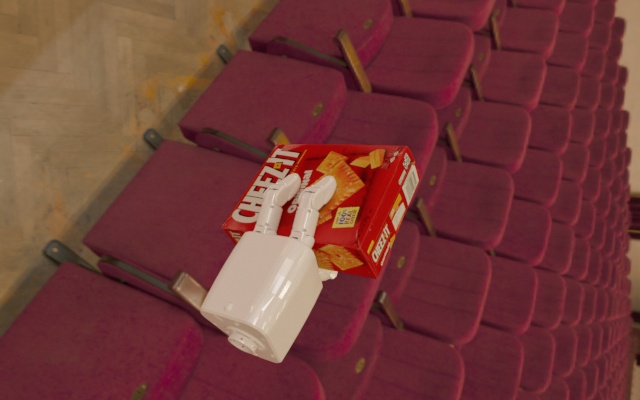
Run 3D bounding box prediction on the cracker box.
[{"bbox_3d":[0.000,0.002,0.622,0.213,0.164,0.072,6,-38,34],"label":"cracker box"}]
